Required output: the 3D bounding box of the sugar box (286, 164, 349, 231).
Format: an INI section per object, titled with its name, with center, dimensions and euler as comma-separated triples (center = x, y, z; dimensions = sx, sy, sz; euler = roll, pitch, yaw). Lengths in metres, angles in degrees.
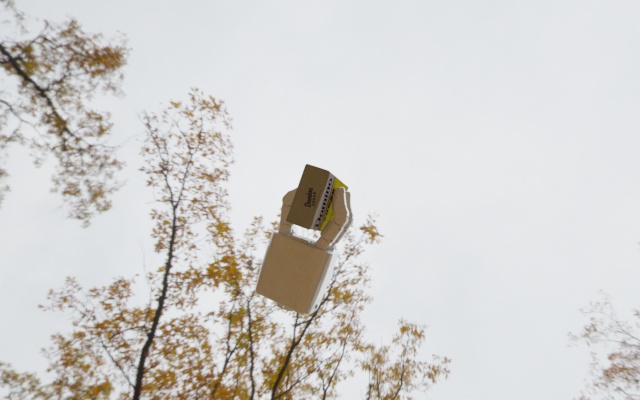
[sugar box]
center = 0.001, 0.003, 0.778
dimensions = 0.048, 0.093, 0.176
euler = 19, -1, 11
